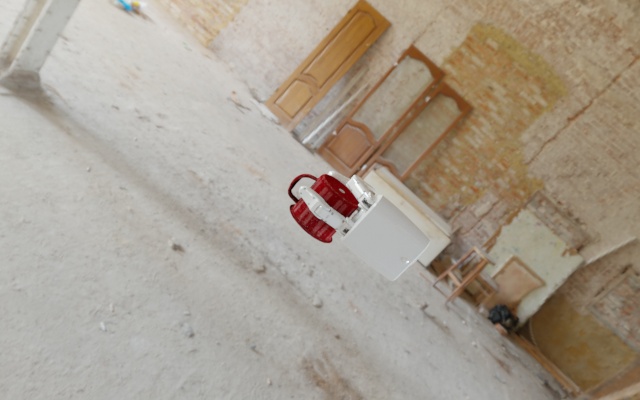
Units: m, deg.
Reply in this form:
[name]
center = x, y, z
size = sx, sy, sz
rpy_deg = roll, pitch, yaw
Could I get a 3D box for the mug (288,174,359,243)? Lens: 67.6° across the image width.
[mug]
center = -0.001, 0.001, 0.792
size = 0.117, 0.081, 0.093
rpy_deg = 41, 16, -2
